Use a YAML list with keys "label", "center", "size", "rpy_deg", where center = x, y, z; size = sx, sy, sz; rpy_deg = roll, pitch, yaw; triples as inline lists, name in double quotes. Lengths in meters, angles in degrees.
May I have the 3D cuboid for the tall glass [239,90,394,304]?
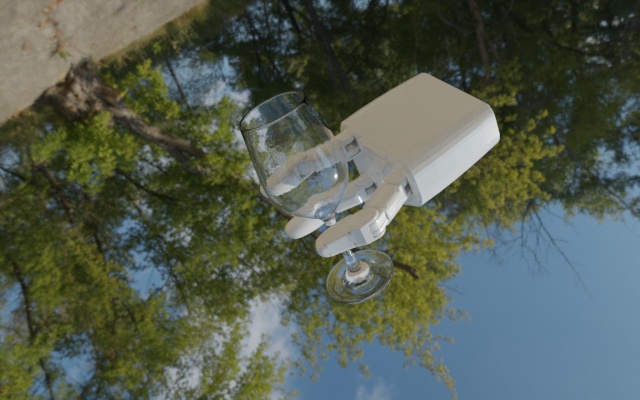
- label: "tall glass"
  center: [0.000, 0.002, 0.441]
  size: [0.079, 0.201, 0.079]
  rpy_deg: [-20, 31, 13]
